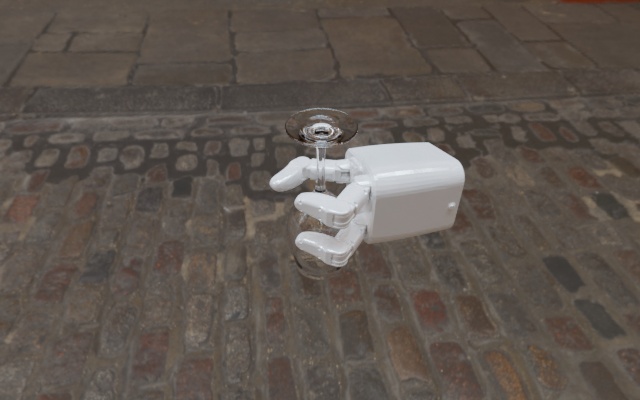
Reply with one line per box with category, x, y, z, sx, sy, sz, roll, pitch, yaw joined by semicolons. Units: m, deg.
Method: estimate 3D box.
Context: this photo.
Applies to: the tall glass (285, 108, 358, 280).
tall glass;0.000;0.001;0.543;0.079;0.201;0.079;1;40;-1
